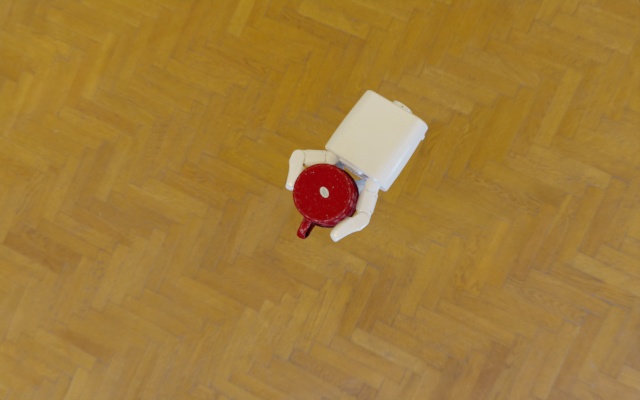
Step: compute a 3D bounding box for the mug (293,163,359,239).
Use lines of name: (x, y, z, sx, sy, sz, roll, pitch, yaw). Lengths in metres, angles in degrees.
mug: (-0.001, 0.003, 0.672, 0.093, 0.117, 0.081, 33, 1, 8)
